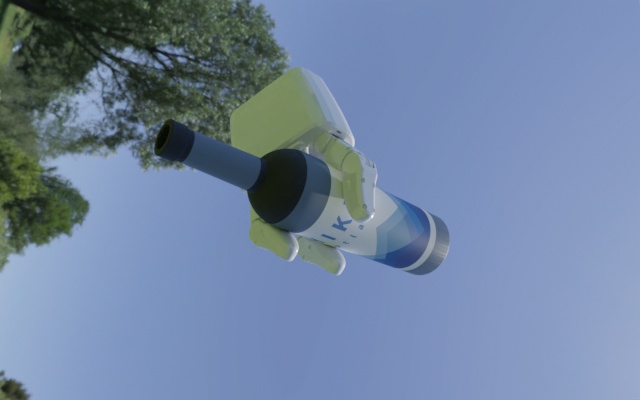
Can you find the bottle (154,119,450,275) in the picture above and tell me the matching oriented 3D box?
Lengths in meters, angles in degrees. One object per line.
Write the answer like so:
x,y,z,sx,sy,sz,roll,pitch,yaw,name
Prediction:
0.000,0.002,0.417,0.296,0.069,0.069,23,-14,-37,bottle
